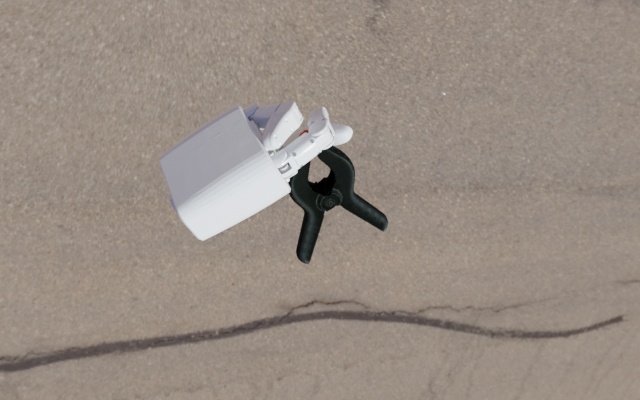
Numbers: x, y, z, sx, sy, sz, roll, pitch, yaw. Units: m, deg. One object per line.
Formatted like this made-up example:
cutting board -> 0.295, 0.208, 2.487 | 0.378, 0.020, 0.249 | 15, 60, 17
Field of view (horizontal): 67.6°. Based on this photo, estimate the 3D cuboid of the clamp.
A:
clamp -> 0.000, 0.002, 0.554 | 0.120, 0.172, 0.039 | -33, 35, -2
